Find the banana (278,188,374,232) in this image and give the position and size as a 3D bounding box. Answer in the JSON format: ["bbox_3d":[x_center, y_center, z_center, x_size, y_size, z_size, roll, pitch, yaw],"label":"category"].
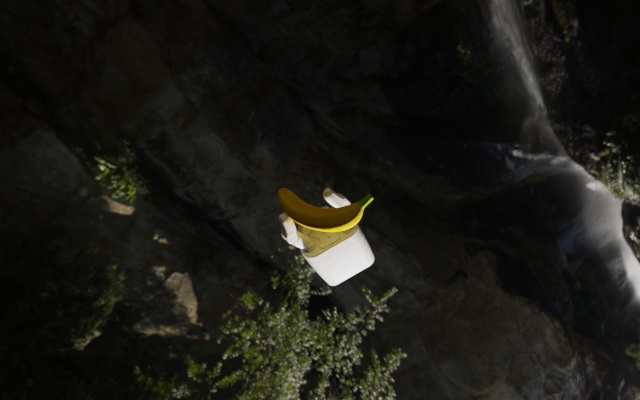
[{"bbox_3d":[-0.005,0.017,0.792,0.198,0.069,0.037,6,-36,37],"label":"banana"}]
